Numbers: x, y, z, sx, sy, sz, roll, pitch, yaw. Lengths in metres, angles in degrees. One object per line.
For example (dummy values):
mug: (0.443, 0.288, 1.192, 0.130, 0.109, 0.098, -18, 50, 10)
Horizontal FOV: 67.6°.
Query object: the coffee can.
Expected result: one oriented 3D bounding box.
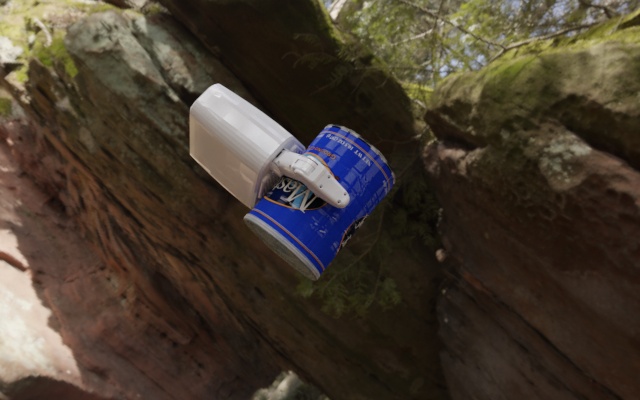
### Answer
coffee can: (0.000, 0.002, 0.526, 0.103, 0.140, 0.103, 38, -14, 11)
